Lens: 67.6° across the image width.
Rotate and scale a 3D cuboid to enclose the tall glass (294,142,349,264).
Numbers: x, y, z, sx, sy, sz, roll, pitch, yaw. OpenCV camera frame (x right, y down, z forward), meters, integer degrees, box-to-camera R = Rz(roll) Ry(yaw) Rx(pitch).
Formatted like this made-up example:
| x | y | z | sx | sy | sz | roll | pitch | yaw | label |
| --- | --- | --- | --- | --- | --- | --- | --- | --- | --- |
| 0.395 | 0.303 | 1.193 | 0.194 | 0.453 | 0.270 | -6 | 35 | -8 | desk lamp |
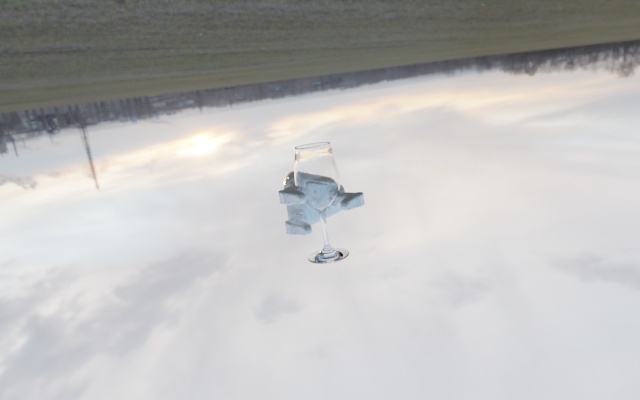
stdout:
| x | y | z | sx | sy | sz | roll | pitch | yaw | label |
| --- | --- | --- | --- | --- | --- | --- | --- | --- | --- |
| 0.000 | 0.003 | 0.826 | 0.079 | 0.201 | 0.079 | -8 | 13 | 2 | tall glass |
